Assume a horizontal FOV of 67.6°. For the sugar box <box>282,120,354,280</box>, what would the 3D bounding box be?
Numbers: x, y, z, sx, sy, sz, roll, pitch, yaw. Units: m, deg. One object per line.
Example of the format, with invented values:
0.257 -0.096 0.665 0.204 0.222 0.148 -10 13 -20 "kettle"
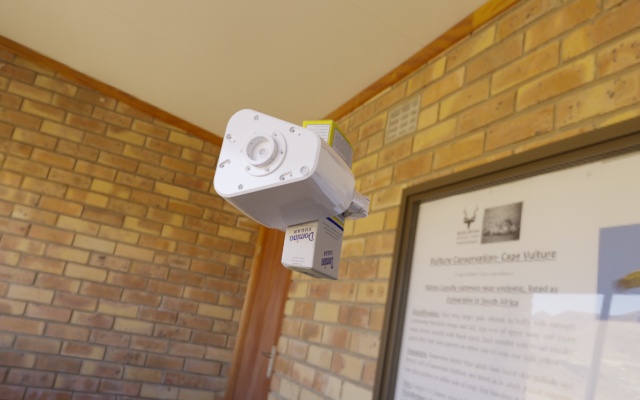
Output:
0.000 0.002 0.580 0.048 0.176 0.093 4 -16 22 "sugar box"
